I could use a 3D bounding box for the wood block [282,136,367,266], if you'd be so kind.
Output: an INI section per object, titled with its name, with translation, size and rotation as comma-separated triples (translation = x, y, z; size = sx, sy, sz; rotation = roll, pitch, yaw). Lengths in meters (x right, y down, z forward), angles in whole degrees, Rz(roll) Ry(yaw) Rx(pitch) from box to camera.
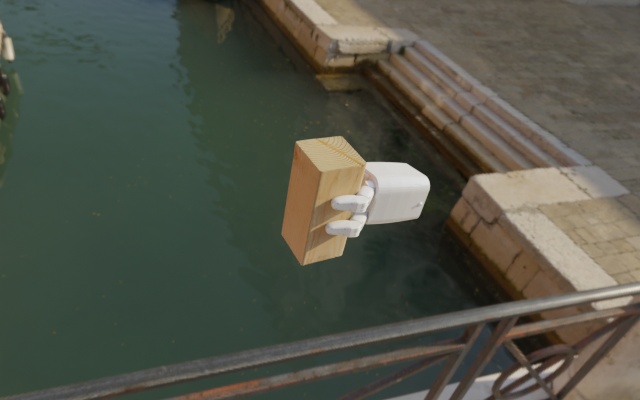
[wood block]
translation = 0.000, 0.002, 0.831
size = 0.090, 0.206, 0.090
rotation = -11, 43, -27
